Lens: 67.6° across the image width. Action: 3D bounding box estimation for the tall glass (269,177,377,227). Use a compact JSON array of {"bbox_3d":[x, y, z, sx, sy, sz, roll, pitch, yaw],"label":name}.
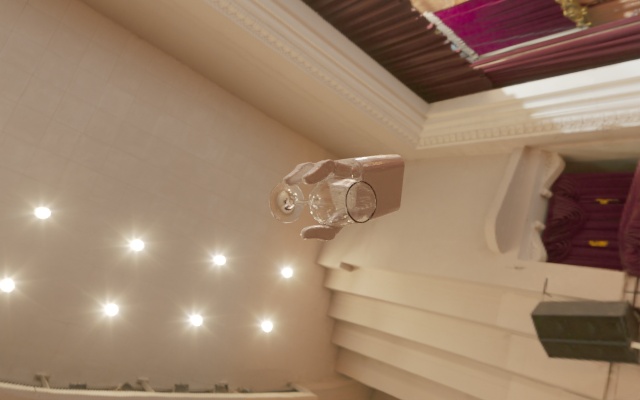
[{"bbox_3d":[0.000,0.003,0.774,0.079,0.079,0.201,0,0,-37],"label":"tall glass"}]
